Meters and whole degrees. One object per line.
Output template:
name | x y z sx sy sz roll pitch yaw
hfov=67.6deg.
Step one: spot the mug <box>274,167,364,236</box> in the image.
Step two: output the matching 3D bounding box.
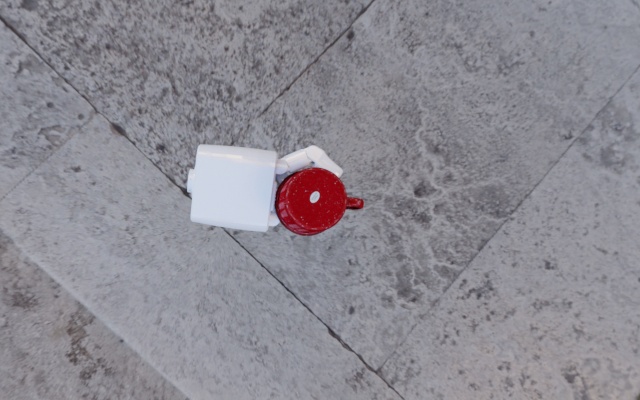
mug | 0.002 0.002 0.632 0.117 0.093 0.081 6 -5 -9
